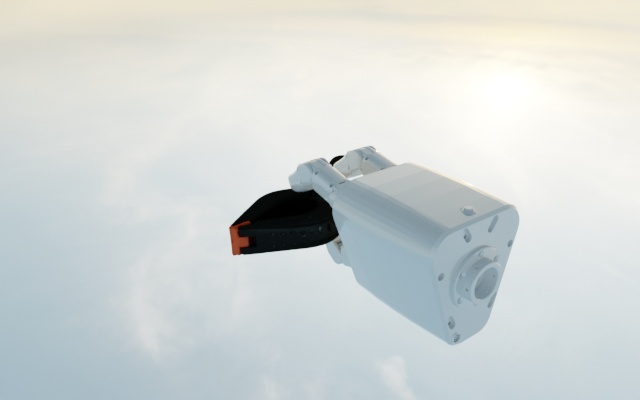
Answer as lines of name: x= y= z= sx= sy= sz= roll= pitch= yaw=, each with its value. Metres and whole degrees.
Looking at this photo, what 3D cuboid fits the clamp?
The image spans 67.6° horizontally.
clamp: x=0.000 y=0.003 z=0.472 sx=0.210 sy=0.036 sz=0.164 roll=-17 pitch=27 yaw=-29
